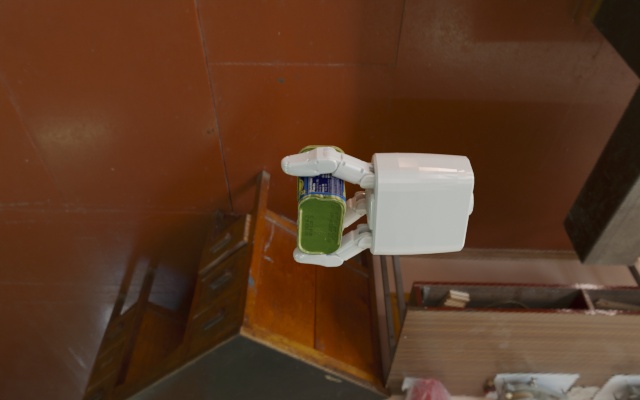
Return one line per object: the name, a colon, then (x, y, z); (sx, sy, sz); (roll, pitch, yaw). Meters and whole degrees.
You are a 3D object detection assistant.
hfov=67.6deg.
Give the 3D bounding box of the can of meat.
can of meat: (0.000, 0.002, 0.556); (0.057, 0.083, 0.102); (2, -45, -2)
